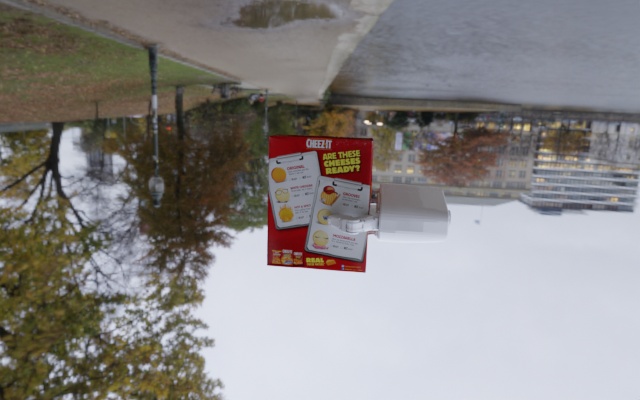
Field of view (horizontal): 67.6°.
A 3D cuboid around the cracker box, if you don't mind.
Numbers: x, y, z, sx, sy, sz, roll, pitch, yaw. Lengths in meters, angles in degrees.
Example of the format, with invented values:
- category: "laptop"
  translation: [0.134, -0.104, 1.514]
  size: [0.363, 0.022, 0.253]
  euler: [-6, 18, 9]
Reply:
- category: "cracker box"
  translation: [0.000, 0.003, 0.778]
  size: [0.164, 0.214, 0.072]
  euler: [3, 11, 6]
